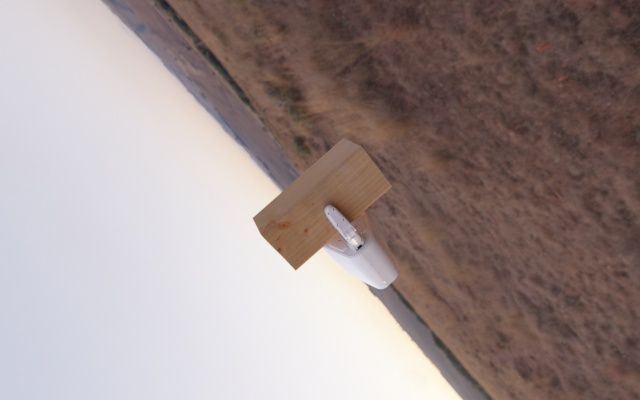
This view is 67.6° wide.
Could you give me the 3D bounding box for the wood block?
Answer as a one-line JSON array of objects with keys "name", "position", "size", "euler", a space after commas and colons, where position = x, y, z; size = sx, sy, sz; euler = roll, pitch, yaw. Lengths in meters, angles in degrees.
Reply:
[{"name": "wood block", "position": [0.000, 0.003, 0.781], "size": [0.206, 0.090, 0.090], "euler": [-42, 23, -2]}]
